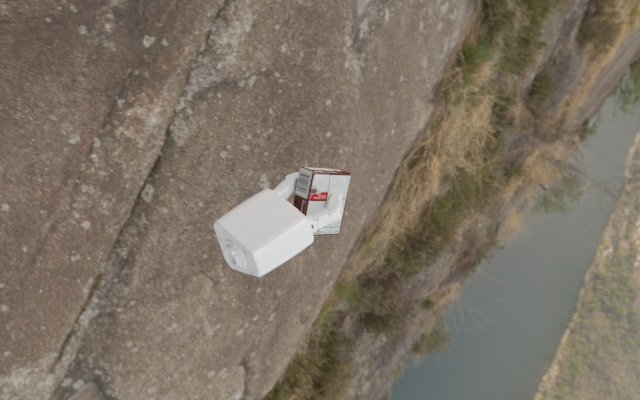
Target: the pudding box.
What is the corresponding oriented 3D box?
[{"bbox_3d":[0.000,0.003,0.804,0.090,0.113,0.039,-1,18,-43],"label":"pudding box"}]
